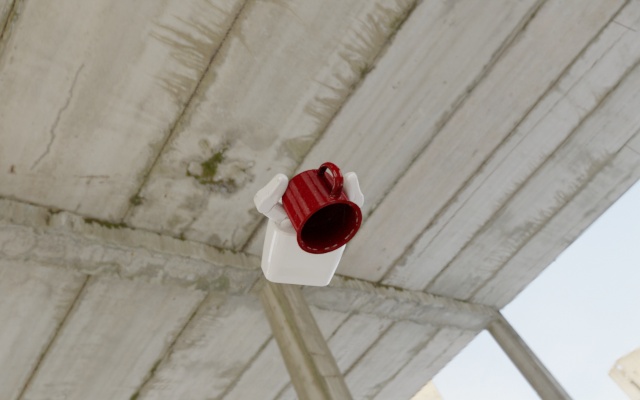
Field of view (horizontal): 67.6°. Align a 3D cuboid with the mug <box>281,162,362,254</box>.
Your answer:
[{"bbox_3d":[0.000,0.001,0.636,0.093,0.117,0.081,-3,40,-27],"label":"mug"}]
